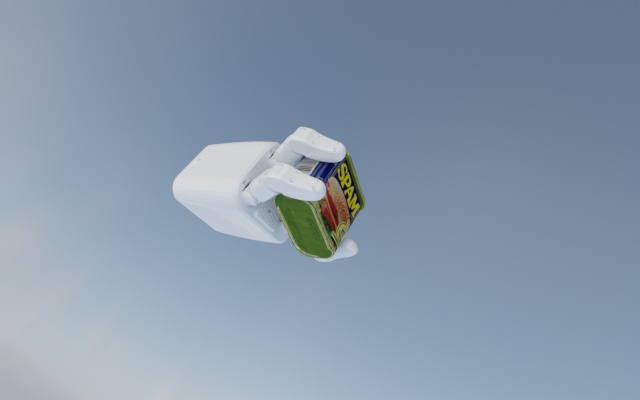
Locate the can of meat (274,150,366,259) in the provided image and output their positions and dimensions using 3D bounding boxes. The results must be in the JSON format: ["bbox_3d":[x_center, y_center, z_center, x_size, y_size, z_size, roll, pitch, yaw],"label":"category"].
[{"bbox_3d":[0.000,0.002,0.523,0.057,0.102,0.084,7,46,32],"label":"can of meat"}]
